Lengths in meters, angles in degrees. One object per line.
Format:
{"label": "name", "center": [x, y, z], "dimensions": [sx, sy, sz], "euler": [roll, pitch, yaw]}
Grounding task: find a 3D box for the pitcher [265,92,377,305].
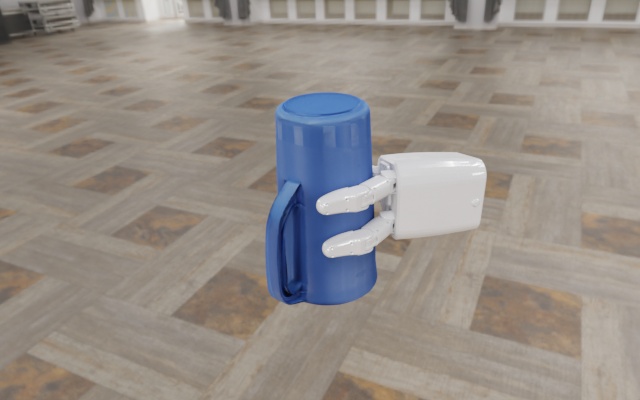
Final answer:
{"label": "pitcher", "center": [0.000, 0.002, 0.584], "dimensions": [0.145, 0.243, 0.149], "euler": [-5, 27, -5]}
